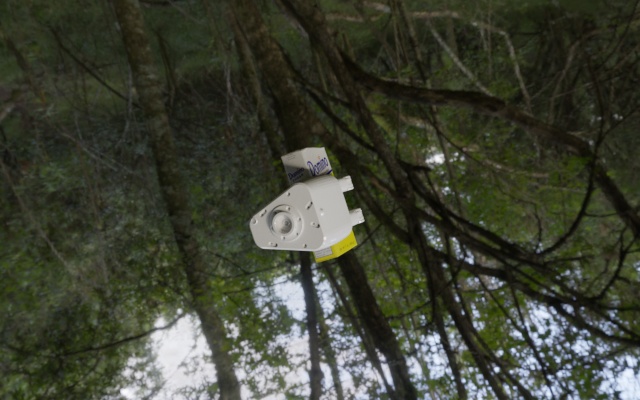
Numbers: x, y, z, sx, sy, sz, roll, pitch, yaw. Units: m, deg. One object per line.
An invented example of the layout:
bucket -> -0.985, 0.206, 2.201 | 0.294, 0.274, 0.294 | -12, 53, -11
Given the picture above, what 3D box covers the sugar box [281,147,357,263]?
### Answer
sugar box -> 0.001, 0.003, 0.773 | 0.048, 0.176, 0.093 | -16, 1, 25
